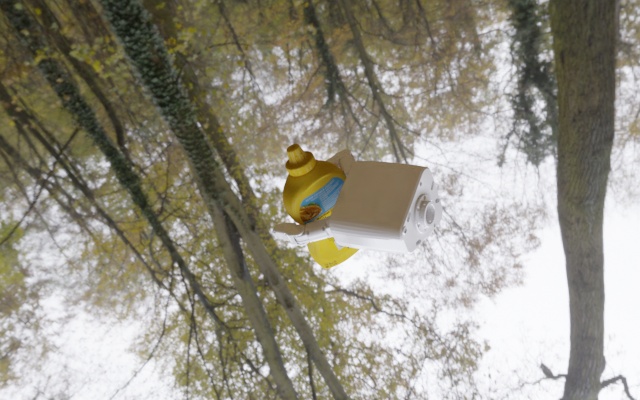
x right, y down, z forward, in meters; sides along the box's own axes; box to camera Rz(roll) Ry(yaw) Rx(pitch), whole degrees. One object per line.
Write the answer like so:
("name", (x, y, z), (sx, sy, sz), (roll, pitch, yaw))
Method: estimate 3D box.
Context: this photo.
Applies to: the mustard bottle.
("mustard bottle", (0.000, 0.002, 0.671), (0.096, 0.192, 0.058), (-36, 35, -13))
